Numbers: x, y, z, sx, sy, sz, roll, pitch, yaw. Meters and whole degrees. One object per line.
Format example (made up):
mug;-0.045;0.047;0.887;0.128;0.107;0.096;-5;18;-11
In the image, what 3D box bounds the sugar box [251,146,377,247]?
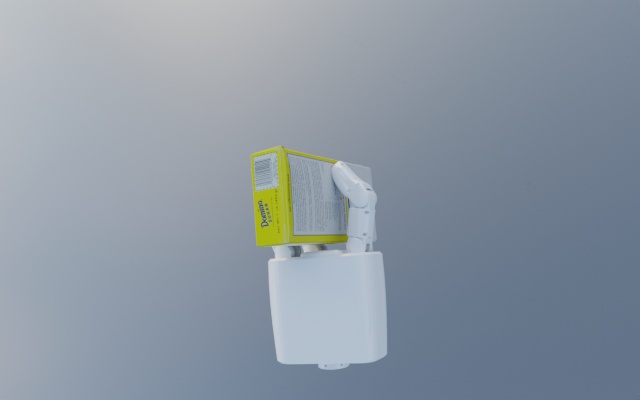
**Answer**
sugar box;0.000;0.002;0.517;0.048;0.093;0.176;-8;-8;31
